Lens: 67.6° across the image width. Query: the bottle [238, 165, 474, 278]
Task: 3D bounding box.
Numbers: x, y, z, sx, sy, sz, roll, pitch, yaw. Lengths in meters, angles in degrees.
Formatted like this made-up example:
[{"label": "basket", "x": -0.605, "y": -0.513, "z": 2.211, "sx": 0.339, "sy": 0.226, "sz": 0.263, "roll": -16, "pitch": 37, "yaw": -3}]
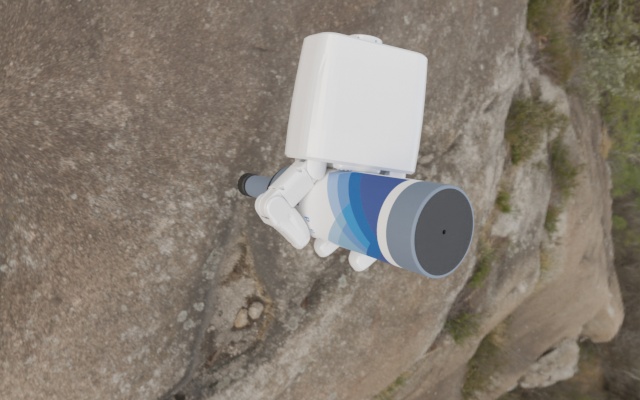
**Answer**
[{"label": "bottle", "x": 0.000, "y": 0.002, "z": 0.448, "sx": 0.069, "sy": 0.069, "sz": 0.295, "roll": 0, "pitch": 8, "yaw": -36}]
